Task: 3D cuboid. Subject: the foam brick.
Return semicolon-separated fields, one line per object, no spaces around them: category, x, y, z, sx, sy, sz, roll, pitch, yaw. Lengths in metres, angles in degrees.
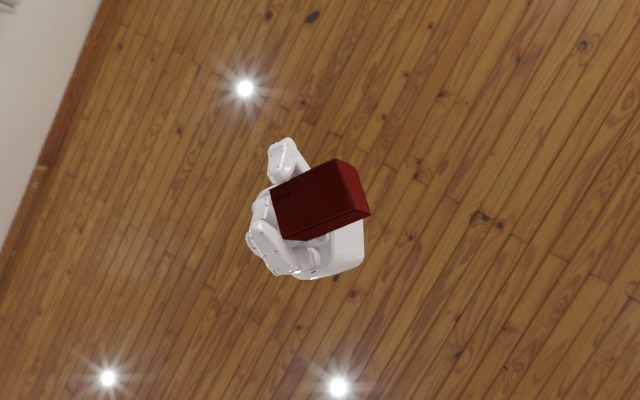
foam brick;0.000;0.001;0.455;0.078;0.053;0.051;-23;-16;22
